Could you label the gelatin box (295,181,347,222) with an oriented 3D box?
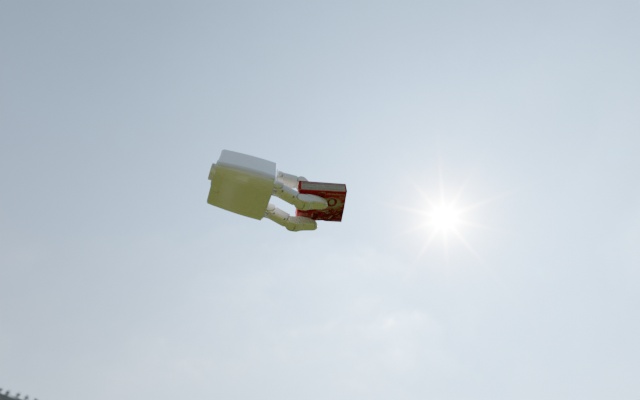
[{"bbox_3d":[0.000,0.003,0.883,0.089,0.073,0.030,3,38,-6],"label":"gelatin box"}]
